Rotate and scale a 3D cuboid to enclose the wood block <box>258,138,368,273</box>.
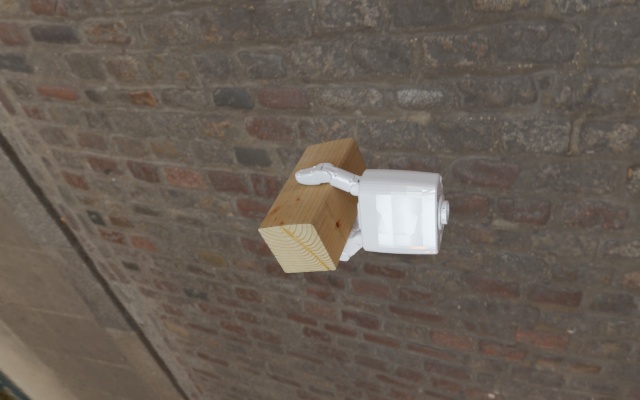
[{"bbox_3d":[0.000,0.002,0.732,0.090,0.091,0.206,-8,36,29],"label":"wood block"}]
